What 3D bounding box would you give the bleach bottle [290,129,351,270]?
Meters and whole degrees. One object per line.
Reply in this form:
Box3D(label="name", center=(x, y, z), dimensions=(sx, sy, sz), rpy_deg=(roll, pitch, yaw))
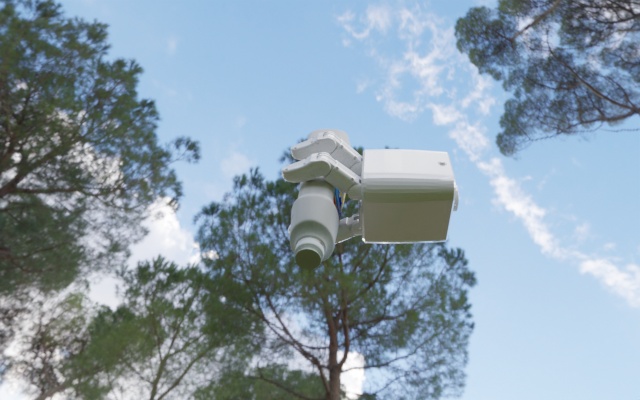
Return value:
Box3D(label="bleach bottle", center=(0.000, 0.002, 0.605), dimensions=(0.068, 0.103, 0.250), rpy_deg=(2, 33, 6))
